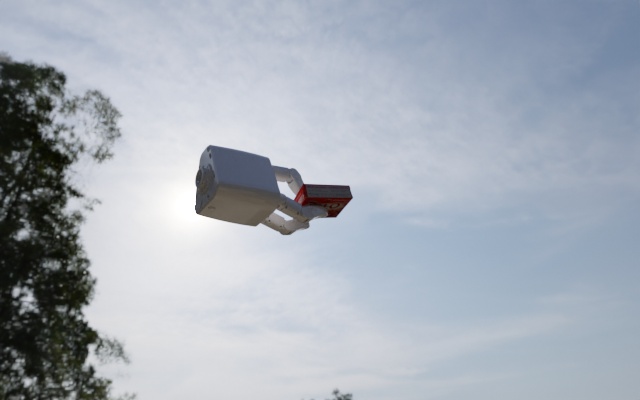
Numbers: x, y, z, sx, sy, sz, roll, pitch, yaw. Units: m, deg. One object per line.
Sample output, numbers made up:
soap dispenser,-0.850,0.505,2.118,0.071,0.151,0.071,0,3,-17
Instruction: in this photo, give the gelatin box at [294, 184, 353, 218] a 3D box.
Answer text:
gelatin box,0.000,0.002,0.822,0.089,0.030,0.073,0,-29,-25
